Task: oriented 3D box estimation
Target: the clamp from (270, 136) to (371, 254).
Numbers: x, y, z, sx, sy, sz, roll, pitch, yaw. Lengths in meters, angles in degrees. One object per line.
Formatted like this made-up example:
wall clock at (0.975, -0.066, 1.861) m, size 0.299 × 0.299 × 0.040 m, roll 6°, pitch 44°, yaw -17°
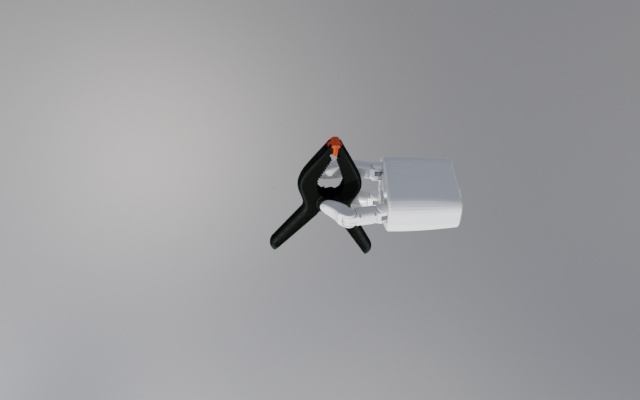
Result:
clamp at (0.000, 0.002, 0.724) m, size 0.164 × 0.210 × 0.036 m, roll -3°, pitch 36°, yaw -3°
